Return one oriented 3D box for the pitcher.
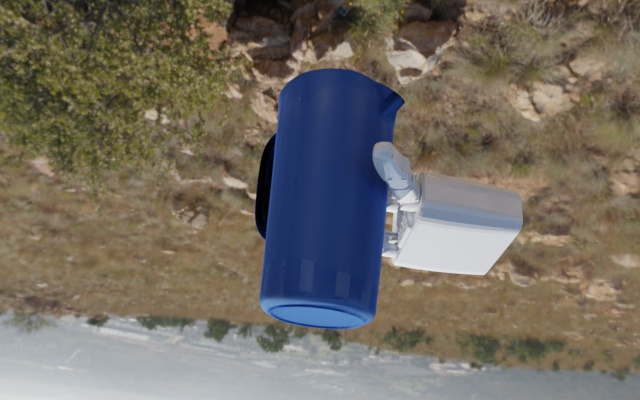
[{"bbox_3d":[0.000,0.002,0.493,0.145,0.242,0.149,9,-26,-4],"label":"pitcher"}]
